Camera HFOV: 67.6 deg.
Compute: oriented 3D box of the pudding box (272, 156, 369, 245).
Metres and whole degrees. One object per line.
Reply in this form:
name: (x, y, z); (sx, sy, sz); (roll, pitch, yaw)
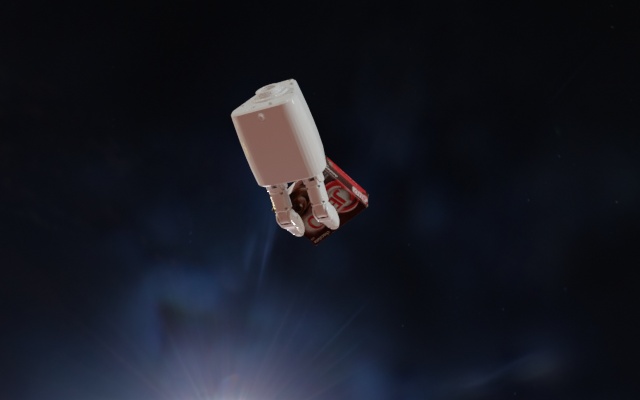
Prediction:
pudding box: (0.000, 0.002, 0.694); (0.113, 0.090, 0.039); (-39, 20, 32)
